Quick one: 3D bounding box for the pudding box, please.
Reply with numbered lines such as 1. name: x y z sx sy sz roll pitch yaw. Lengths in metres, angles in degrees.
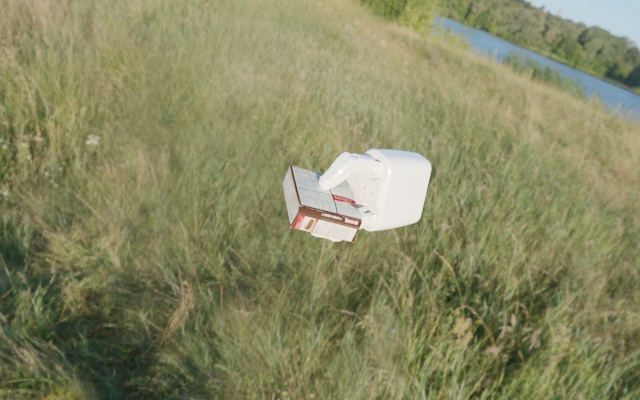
1. pudding box: 0.000 0.002 0.639 0.090 0.039 0.113 14 26 -18
